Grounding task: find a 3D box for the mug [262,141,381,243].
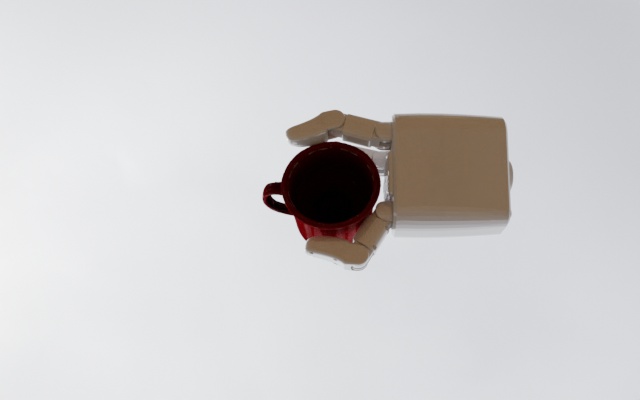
[{"bbox_3d":[-0.001,0.002,0.480,0.117,0.093,0.081,1,-26,5],"label":"mug"}]
